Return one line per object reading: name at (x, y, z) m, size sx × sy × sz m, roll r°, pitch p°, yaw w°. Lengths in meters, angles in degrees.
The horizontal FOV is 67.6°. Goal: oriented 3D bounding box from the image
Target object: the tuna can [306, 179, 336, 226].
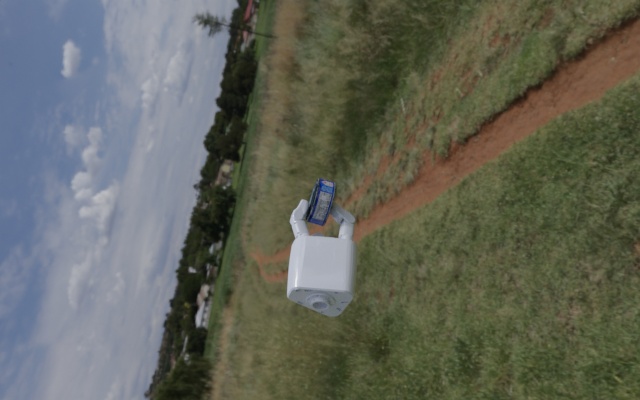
tuna can at (0.000, 0.003, 0.893) m, size 0.034 × 0.086 × 0.086 m, roll 16°, pitch -2°, yaw -7°
